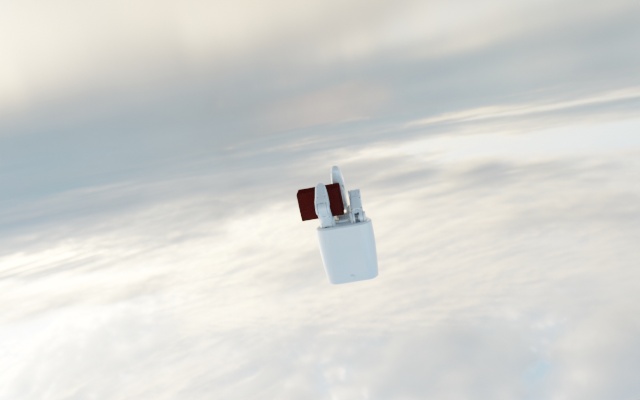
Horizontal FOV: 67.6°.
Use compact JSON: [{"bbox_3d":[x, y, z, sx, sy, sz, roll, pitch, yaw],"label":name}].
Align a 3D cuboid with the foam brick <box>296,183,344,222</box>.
[{"bbox_3d":[0.000,0.003,0.856,0.078,0.051,0.053,-10,11,6],"label":"foam brick"}]
